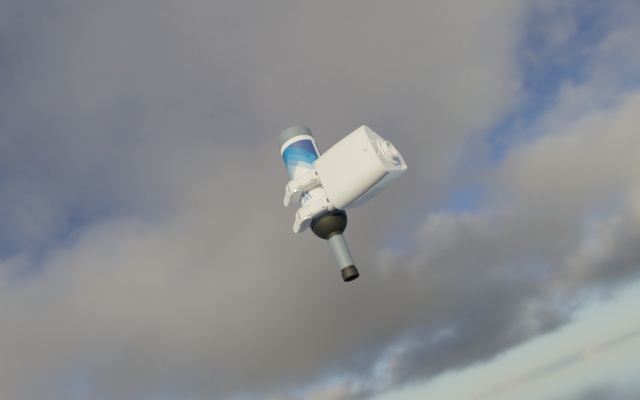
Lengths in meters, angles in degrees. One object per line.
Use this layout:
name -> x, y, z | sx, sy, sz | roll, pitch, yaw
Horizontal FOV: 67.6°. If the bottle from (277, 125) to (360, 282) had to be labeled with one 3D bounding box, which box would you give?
bottle -> 0.000, 0.003, 0.826 | 0.069, 0.295, 0.069 | -18, -27, -9
